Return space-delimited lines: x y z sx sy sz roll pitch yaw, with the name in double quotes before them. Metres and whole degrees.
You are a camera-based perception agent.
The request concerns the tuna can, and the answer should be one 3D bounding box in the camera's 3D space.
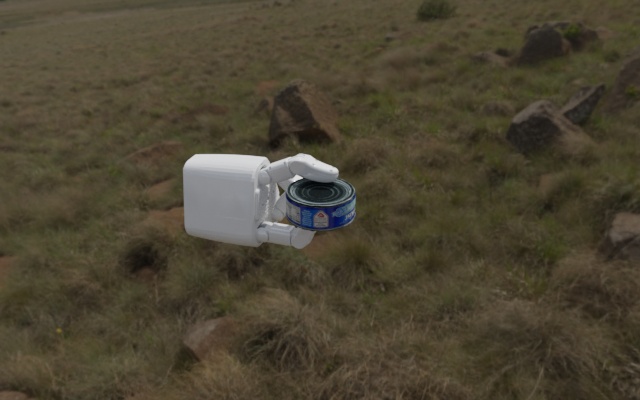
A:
"tuna can" 0.000 0.001 0.578 0.086 0.034 0.086 0 27 0
